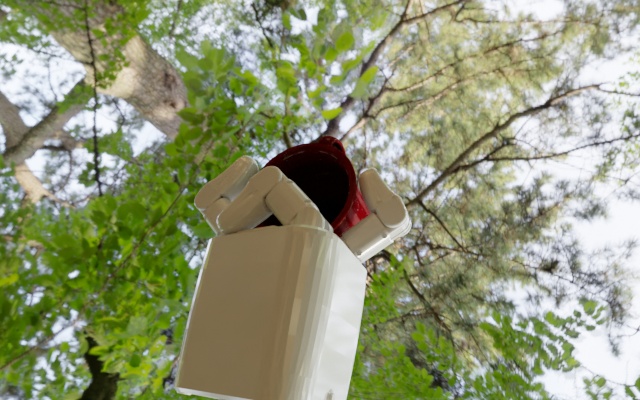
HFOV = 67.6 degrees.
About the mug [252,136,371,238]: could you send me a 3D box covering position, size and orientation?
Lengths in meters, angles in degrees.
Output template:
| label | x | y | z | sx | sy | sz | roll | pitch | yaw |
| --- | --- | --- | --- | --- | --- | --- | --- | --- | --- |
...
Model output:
| label | x | y | z | sx | sy | sz | roll | pitch | yaw |
| --- | --- | --- | --- | --- | --- | --- | --- | --- | --- |
| mug | 0.000 | 0.000 | 0.410 | 0.093 | 0.117 | 0.081 | 2 | -26 | 24 |
